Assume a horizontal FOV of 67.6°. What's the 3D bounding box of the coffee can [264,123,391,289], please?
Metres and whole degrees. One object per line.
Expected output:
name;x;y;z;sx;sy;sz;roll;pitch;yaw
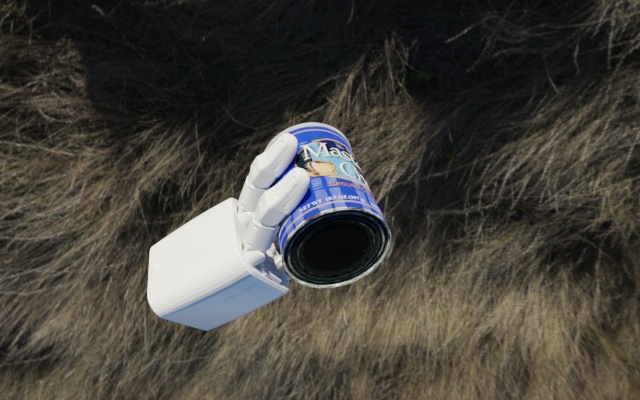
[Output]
coffee can;0.000;0.001;0.481;0.103;0.103;0.140;0;40;-17
